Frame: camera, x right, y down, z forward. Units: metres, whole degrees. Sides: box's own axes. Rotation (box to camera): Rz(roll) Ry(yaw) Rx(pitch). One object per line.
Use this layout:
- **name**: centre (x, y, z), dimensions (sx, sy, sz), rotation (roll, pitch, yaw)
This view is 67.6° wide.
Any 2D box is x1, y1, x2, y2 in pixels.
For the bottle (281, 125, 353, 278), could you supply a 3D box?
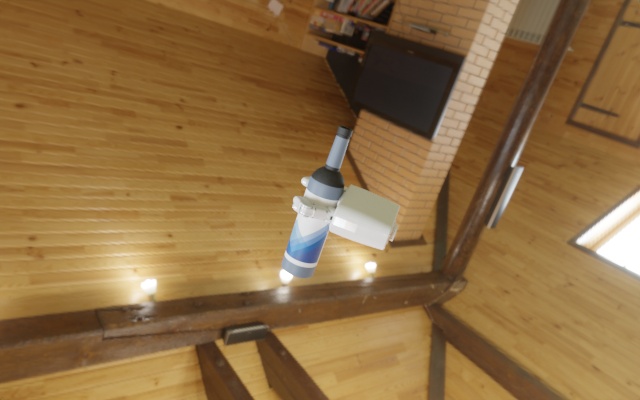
- **bottle**: centre (0.000, 0.003, 0.898), dimensions (0.069, 0.296, 0.069), rotation (17, 17, -6)
